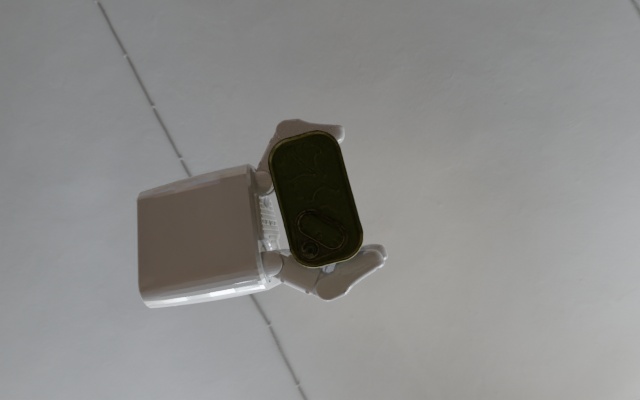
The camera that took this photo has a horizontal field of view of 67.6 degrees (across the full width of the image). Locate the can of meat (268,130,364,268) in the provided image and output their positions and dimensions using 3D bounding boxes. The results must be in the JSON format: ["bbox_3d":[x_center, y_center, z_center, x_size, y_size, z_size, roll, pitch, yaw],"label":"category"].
[{"bbox_3d":[0.000,0.001,0.401,0.057,0.102,0.084,-16,-5,5],"label":"can of meat"}]
